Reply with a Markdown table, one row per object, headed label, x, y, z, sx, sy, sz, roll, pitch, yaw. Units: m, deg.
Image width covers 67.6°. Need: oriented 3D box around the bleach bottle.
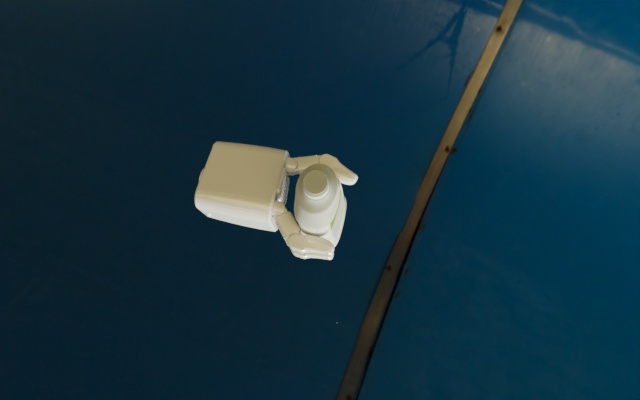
| label | x | y | z | sx | sy | sz | roll | pitch | yaw |
| --- | --- | --- | --- | --- | --- | --- | --- | --- | --- |
| bleach bottle | 0.000 | 0.002 | 0.656 | 0.068 | 0.102 | 0.251 | 10 | -14 | 4 |
